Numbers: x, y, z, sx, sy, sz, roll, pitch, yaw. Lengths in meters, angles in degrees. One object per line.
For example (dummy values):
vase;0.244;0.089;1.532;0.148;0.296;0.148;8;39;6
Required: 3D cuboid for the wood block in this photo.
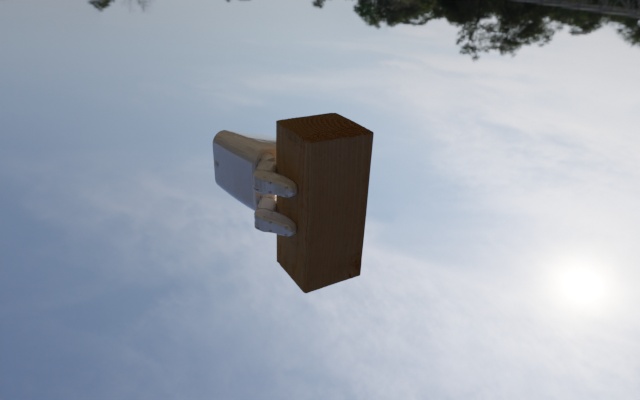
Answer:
wood block;0.000;0.002;0.619;0.091;0.206;0.090;-14;32;-28
